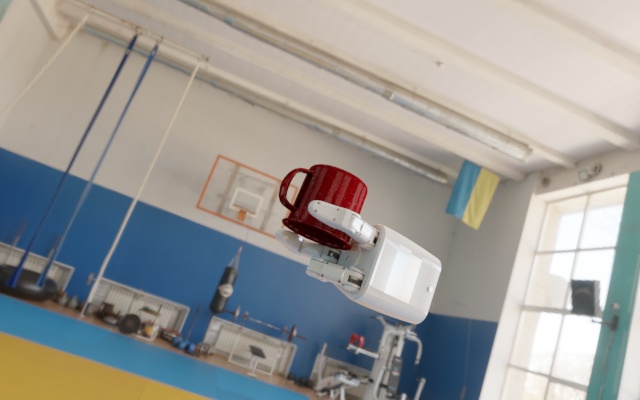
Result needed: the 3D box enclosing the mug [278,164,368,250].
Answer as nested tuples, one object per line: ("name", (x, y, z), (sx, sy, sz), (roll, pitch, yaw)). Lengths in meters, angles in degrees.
("mug", (-0.001, 0.001, 0.594), (0.117, 0.081, 0.093), (30, -17, -27))
